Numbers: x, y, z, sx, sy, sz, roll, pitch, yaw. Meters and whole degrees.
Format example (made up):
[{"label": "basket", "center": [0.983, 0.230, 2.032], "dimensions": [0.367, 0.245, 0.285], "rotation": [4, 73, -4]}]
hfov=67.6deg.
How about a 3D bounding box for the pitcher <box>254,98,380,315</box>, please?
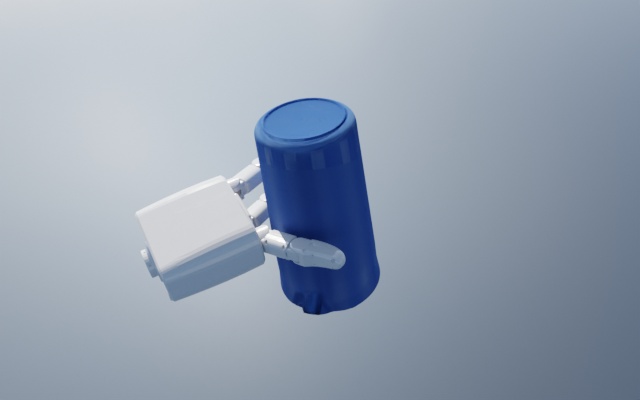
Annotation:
[{"label": "pitcher", "center": [0.000, 0.002, 0.573], "dimensions": [0.145, 0.243, 0.149], "rotation": [-23, 40, -18]}]
